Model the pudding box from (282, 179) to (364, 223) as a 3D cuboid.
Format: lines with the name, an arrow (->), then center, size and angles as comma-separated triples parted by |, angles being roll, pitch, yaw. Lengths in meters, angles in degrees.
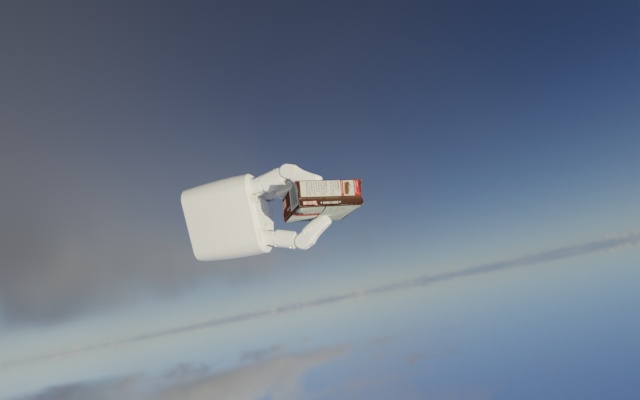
pudding box -> 0.000, 0.002, 0.661 | 0.090, 0.039, 0.113 | -3, -11, -14
